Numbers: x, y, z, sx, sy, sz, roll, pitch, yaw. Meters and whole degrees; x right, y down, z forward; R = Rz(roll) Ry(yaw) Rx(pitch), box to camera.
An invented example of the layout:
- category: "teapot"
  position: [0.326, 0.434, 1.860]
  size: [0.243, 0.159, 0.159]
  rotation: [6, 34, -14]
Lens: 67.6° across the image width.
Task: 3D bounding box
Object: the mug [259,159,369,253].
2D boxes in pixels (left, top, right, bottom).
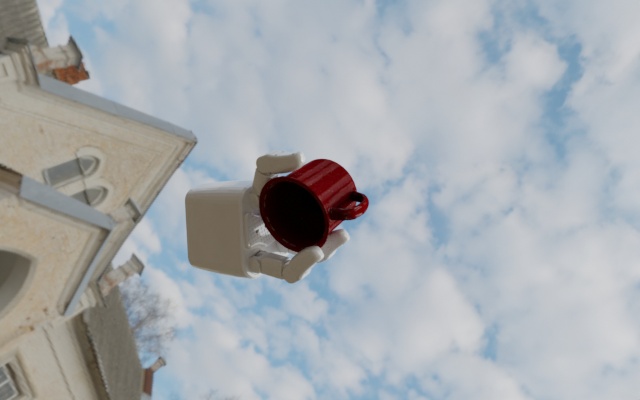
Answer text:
- category: "mug"
  position: [0.001, 0.002, 0.545]
  size: [0.117, 0.093, 0.081]
  rotation: [2, 25, 34]
